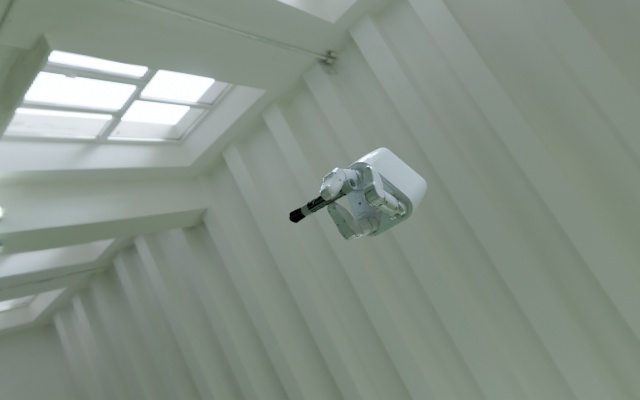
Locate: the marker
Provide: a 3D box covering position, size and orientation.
[{"bbox_3d":[0.000,0.002,0.681,0.121,0.020,0.020,-30,-18,33],"label":"marker"}]
